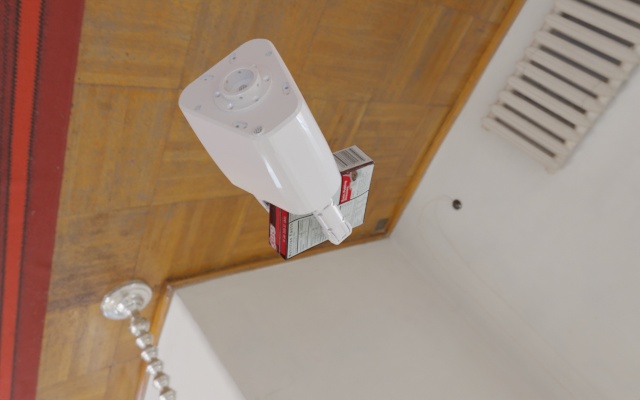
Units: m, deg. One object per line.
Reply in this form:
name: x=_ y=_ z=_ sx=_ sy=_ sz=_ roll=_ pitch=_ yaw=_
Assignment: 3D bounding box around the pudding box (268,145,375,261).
pudding box: x=0.000 y=0.002 z=0.500 sx=0.113 sy=0.090 sz=0.039 roll=-21 pitch=47 yaw=-30
